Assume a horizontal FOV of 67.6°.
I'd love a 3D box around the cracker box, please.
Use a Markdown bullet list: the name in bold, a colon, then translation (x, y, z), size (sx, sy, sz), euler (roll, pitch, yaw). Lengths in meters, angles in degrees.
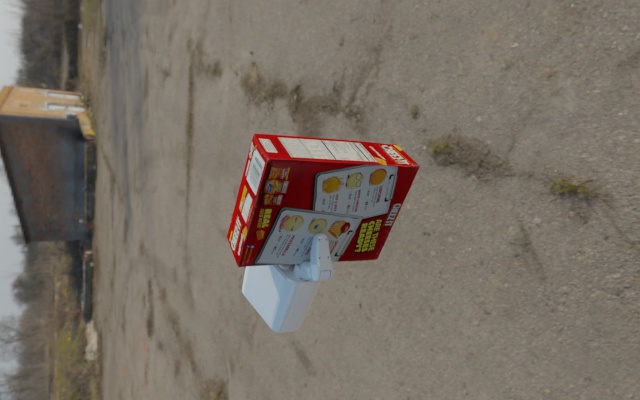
- **cracker box**: translation (0.000, 0.002, 0.627), size (0.214, 0.164, 0.072), euler (0, 36, -29)
